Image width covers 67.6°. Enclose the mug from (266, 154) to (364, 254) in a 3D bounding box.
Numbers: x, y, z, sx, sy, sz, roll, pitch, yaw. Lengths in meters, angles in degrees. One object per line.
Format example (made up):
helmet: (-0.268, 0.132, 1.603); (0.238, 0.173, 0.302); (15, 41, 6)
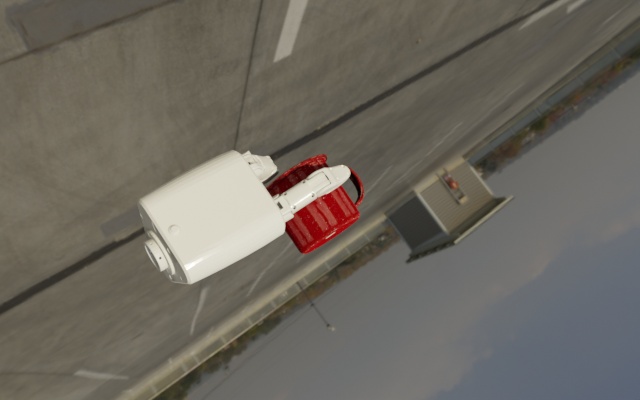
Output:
mug: (0.001, 0.001, 0.550); (0.117, 0.081, 0.093); (-30, -9, -28)
